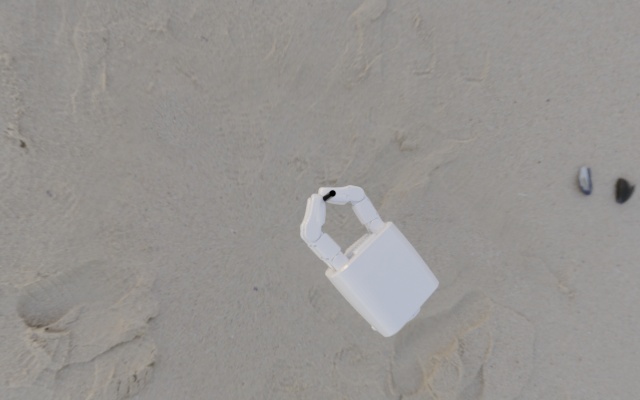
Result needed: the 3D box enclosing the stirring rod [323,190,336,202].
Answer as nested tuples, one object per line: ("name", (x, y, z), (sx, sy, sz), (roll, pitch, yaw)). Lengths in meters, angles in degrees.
("stirring rod", (0.000, 0.002, 0.656), (0.011, 0.011, 0.239), (0, -5, -7))
